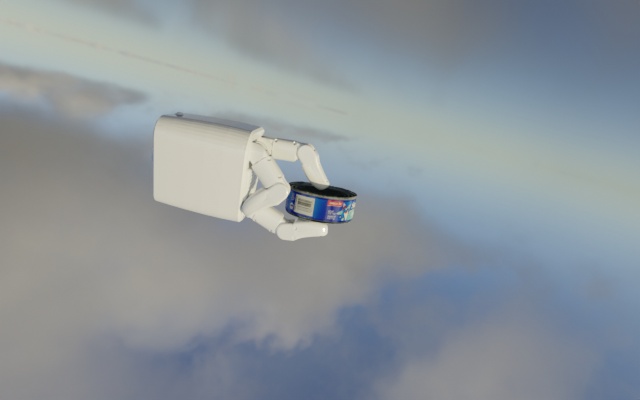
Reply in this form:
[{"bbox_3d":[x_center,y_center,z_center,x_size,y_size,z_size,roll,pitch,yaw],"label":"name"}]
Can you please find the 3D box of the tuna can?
[{"bbox_3d":[0.000,0.002,0.588,0.086,0.034,0.086,9,11,-2],"label":"tuna can"}]
